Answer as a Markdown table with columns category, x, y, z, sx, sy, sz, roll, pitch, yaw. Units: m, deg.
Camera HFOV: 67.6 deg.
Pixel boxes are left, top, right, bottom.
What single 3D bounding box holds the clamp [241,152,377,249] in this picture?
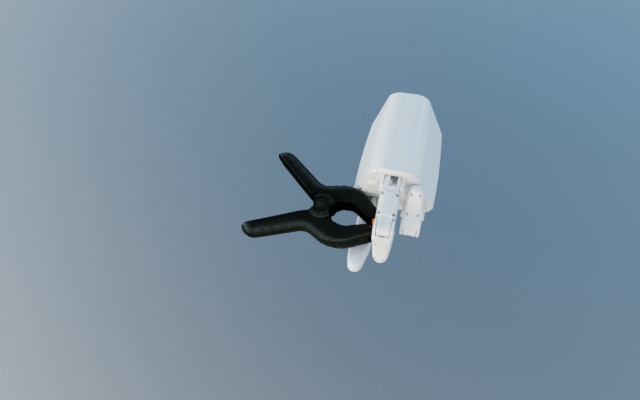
| category | x | y | z | sx | sy | sz | roll | pitch | yaw |
| --- | --- | --- | --- | --- | --- | --- | --- | --- | --- |
| clamp | 0.000 | 0.002 | 0.576 | 0.171 | 0.120 | 0.039 | 10 | -20 | 11 |
